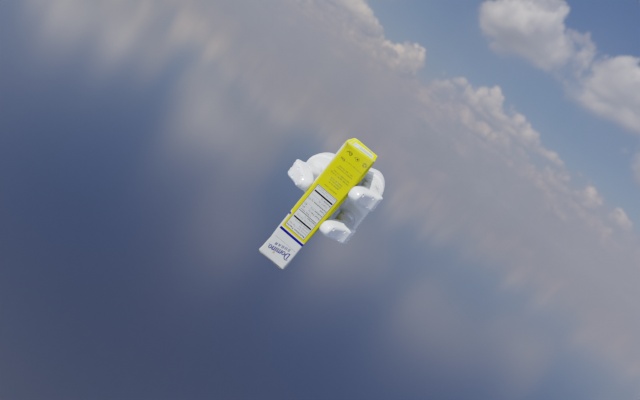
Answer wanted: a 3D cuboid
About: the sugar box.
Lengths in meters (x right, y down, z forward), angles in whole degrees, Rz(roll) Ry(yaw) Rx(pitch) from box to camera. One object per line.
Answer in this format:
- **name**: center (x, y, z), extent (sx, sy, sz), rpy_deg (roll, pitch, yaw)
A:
- **sugar box**: center (0.001, 0.002, 0.610), extent (0.048, 0.176, 0.093), rpy_deg (38, 13, 2)
